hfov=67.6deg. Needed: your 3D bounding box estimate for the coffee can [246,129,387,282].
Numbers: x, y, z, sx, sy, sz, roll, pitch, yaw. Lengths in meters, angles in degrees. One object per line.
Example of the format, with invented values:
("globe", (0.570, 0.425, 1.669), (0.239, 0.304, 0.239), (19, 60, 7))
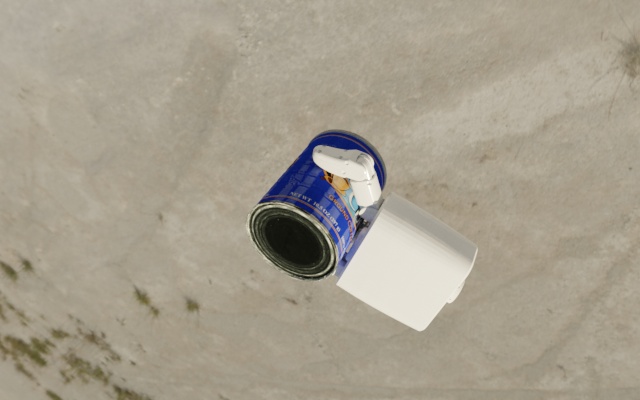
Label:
("coffee can", (0.000, 0.001, 0.514), (0.103, 0.103, 0.140), (0, 36, 32))
